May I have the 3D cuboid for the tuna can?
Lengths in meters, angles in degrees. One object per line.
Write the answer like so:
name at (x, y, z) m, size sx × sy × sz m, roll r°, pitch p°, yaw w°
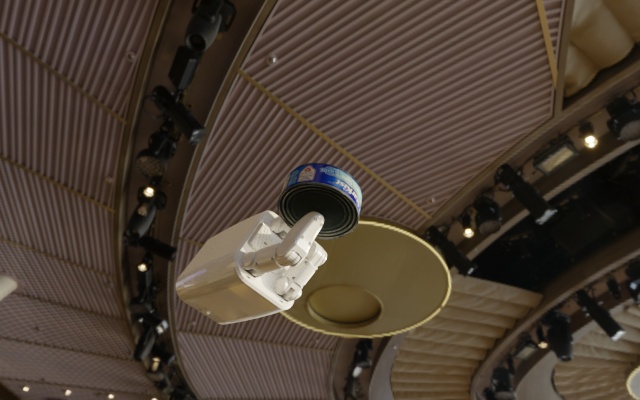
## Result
tuna can at (0.000, 0.001, 0.502) m, size 0.086 × 0.033 × 0.086 m, roll 8°, pitch -42°, yaw 7°
